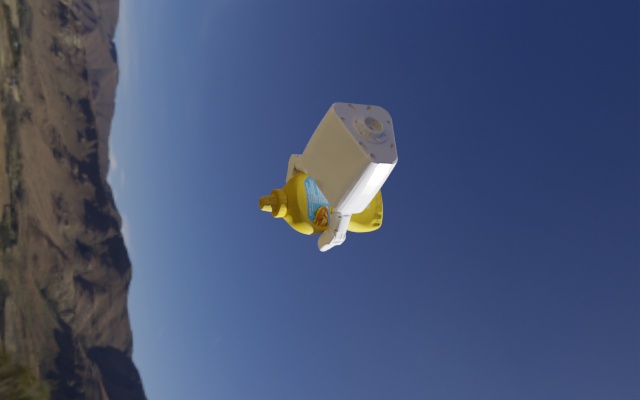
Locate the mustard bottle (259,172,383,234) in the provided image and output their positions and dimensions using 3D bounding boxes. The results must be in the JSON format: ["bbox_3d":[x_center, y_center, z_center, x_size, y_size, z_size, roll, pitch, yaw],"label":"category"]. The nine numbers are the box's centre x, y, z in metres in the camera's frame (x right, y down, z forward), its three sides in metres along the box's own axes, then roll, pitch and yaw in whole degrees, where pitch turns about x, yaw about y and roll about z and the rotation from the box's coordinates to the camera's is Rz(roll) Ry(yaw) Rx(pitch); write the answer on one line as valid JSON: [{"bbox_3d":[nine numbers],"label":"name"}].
[{"bbox_3d":[0.000,0.002,0.722,0.191,0.096,0.058,-1,-11,-28],"label":"mustard bottle"}]
